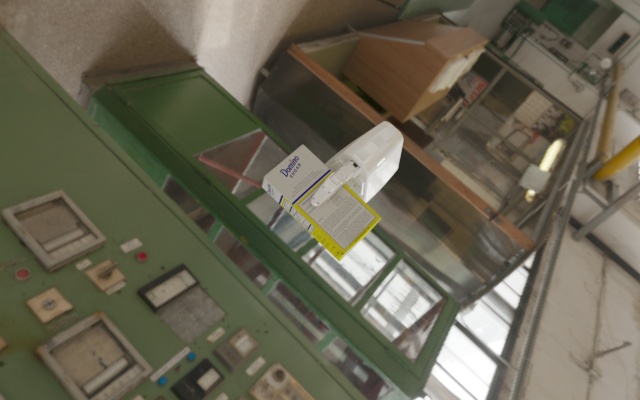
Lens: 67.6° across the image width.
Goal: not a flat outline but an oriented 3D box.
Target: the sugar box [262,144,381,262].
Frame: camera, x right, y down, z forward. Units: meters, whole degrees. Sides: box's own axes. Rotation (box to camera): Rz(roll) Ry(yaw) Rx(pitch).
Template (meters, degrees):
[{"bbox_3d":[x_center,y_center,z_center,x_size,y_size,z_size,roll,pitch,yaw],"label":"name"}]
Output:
[{"bbox_3d":[0.000,0.003,0.763,0.093,0.176,0.048,-42,-11,-25],"label":"sugar box"}]
